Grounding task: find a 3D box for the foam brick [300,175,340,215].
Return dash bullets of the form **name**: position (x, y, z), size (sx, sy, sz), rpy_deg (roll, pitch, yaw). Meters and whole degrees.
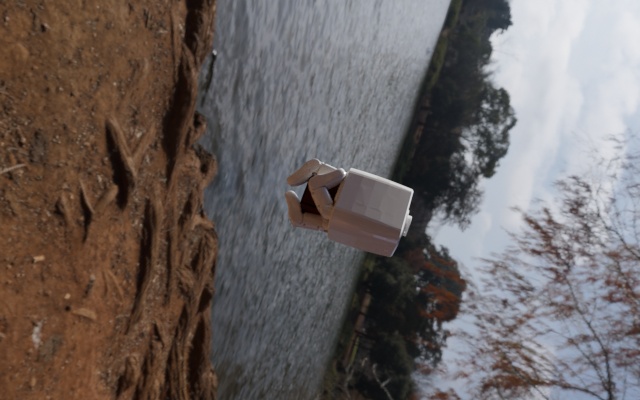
- **foam brick**: position (0.000, 0.003, 0.775), size (0.051, 0.053, 0.078), rpy_deg (18, -19, 7)
